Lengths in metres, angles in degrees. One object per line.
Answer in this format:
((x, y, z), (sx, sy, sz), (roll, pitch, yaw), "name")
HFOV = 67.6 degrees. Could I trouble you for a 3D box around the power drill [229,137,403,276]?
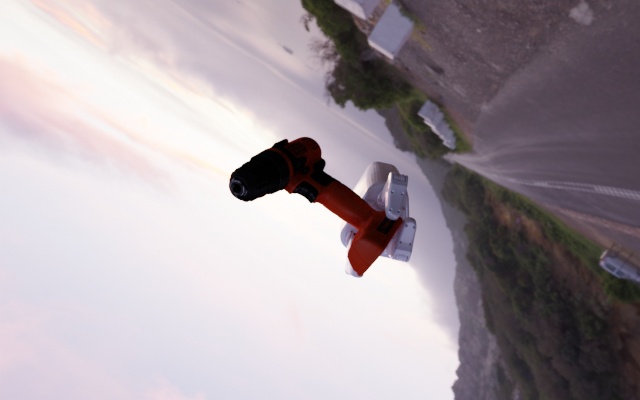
((0.001, 0.002, 0.573), (0.187, 0.057, 0.184), (41, 32, 6), "power drill")
